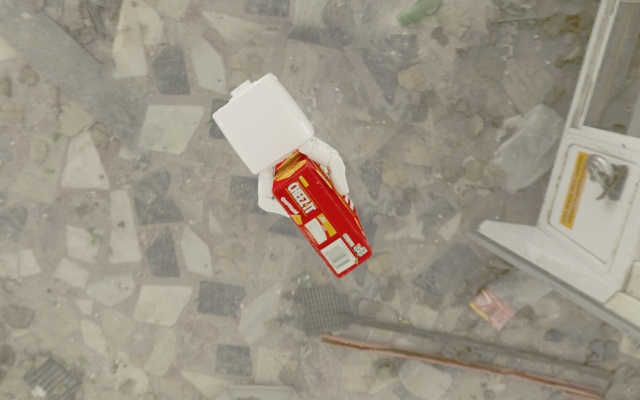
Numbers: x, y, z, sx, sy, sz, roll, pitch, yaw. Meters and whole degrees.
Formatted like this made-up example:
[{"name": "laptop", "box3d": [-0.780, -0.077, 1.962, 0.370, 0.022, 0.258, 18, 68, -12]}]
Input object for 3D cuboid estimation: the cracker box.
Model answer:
[{"name": "cracker box", "box3d": [0.000, 0.003, 0.754, 0.072, 0.164, 0.213, -35, 15, 7]}]
